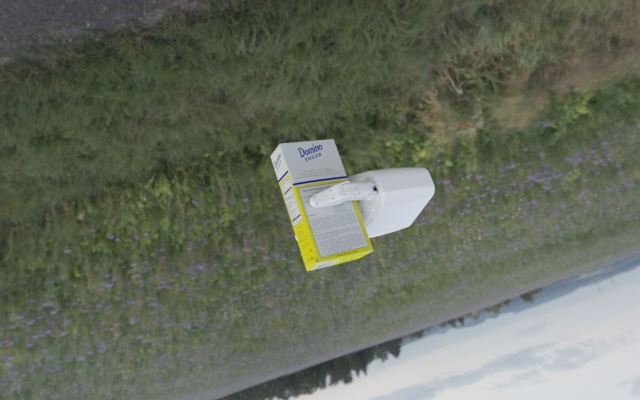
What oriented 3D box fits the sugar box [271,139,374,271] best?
[{"bbox_3d":[0.000,0.003,0.673,0.093,0.176,0.048,-9,-20,-31],"label":"sugar box"}]
